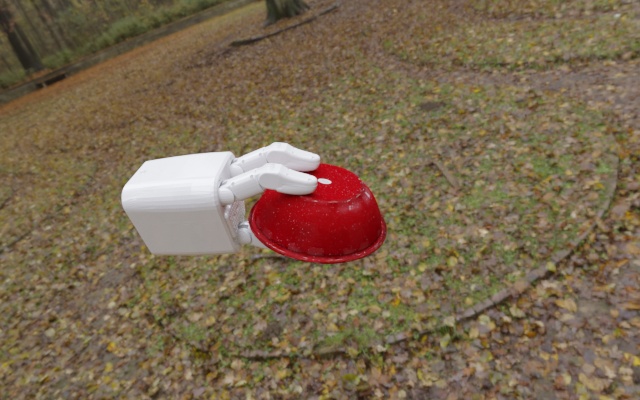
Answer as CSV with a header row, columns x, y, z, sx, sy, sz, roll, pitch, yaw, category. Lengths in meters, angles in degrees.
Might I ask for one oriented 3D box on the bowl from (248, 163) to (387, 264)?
x,y,z,sx,sy,sz,roll,pitch,yaw,category
0.001,0.001,0.544,0.162,0.055,0.162,5,30,-3,bowl
